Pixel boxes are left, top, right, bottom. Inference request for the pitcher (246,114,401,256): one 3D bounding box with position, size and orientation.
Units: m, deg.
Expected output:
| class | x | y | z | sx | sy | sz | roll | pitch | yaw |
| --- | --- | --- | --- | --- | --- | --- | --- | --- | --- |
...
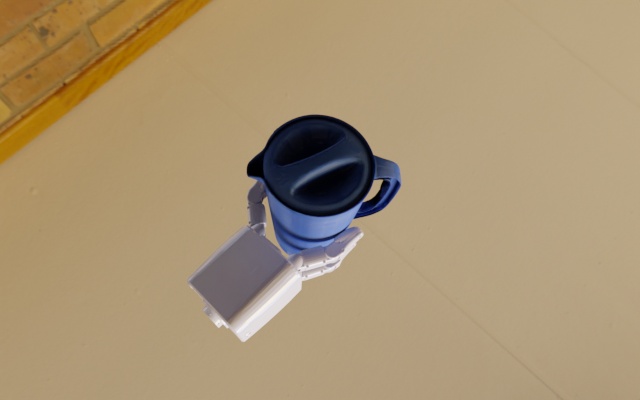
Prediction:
| class | x | y | z | sx | sy | sz | roll | pitch | yaw |
| --- | --- | --- | --- | --- | --- | --- | --- | --- | --- |
| pitcher | 0.000 | 0.002 | 0.654 | 0.149 | 0.145 | 0.243 | 41 | -20 | 12 |
